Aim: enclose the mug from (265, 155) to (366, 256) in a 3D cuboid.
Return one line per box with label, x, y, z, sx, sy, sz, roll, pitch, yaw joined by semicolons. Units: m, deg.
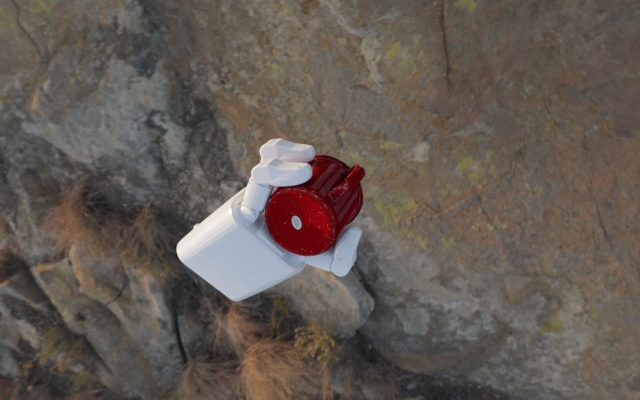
mug;0.001;0.001;0.509;0.117;0.093;0.081;-33;10;30
